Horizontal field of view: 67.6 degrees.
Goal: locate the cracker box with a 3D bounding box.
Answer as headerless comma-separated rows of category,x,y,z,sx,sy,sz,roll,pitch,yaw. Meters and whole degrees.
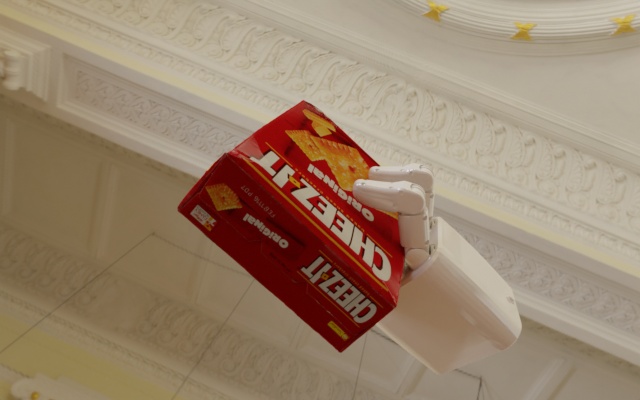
cracker box,0.000,0.001,0.431,0.072,0.164,0.213,-46,5,24
